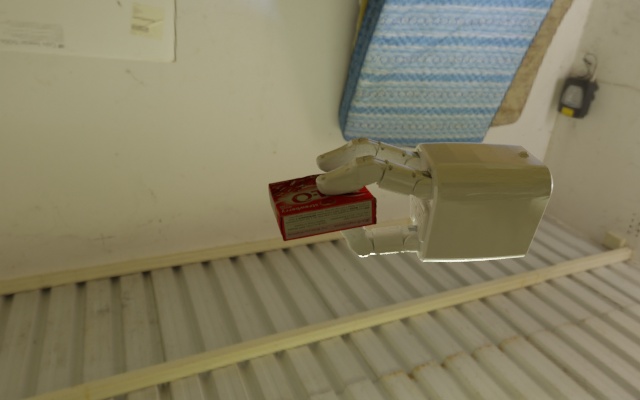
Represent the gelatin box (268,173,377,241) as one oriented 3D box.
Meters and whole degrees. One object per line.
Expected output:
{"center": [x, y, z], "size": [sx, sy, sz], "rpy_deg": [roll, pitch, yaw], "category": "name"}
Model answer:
{"center": [0.000, 0.002, 0.450], "size": [0.089, 0.030, 0.073], "rpy_deg": [-11, 27, -10], "category": "gelatin box"}
